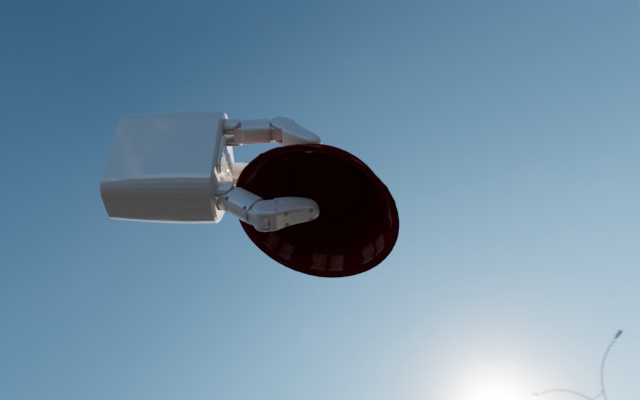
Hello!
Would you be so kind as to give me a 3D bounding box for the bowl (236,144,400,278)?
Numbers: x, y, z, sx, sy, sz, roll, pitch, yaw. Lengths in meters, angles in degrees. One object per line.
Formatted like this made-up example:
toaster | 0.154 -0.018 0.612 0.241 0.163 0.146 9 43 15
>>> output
bowl | 0.001 0.002 0.473 0.162 0.162 0.055 0 37 18
